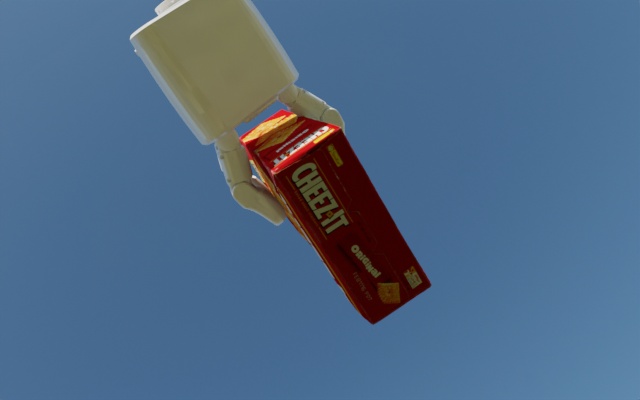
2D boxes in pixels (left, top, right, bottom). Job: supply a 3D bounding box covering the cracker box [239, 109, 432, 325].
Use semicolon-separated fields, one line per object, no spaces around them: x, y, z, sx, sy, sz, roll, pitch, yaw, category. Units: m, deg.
0.000;0.001;0.474;0.072;0.164;0.213;-35;21;-5;cracker box
